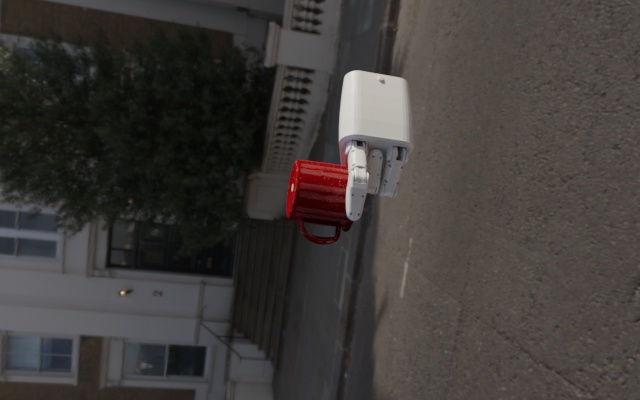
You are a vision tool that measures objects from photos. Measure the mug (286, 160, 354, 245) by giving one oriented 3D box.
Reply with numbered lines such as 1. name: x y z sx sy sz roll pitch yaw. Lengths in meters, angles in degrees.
1. mug: 0.000 0.003 0.627 0.081 0.117 0.093 8 -24 -10
